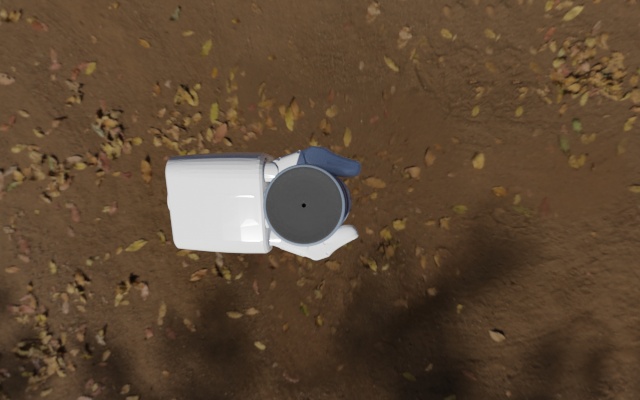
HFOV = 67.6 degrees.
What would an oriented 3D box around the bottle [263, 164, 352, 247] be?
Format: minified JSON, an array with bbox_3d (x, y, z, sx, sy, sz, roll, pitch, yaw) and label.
[{"bbox_3d":[0.000,0.002,0.526,0.069,0.069,0.295,0,1,5],"label":"bottle"}]
